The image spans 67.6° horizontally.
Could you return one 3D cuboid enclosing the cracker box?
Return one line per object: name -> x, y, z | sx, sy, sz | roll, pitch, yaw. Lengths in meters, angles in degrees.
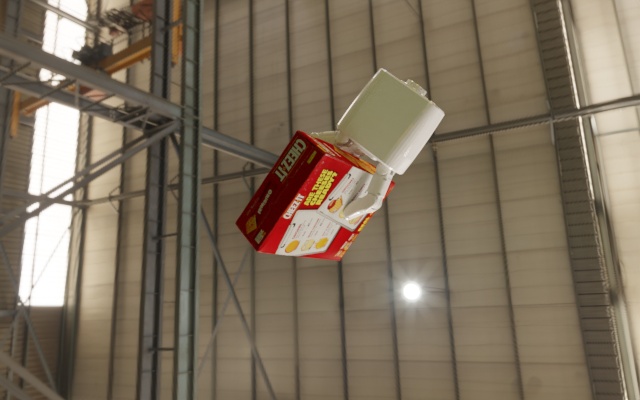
cracker box -> 0.000, 0.002, 0.717 | 0.072, 0.164, 0.214 | 43, 15, 32
